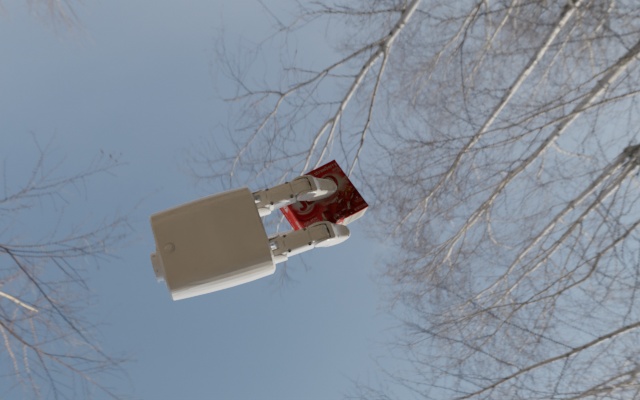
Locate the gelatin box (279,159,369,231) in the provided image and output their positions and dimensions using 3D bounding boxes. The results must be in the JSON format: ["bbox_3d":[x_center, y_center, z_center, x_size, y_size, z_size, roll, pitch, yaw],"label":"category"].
[{"bbox_3d":[0.000,0.002,0.562,0.089,0.073,0.030,-28,-18,-26],"label":"gelatin box"}]
